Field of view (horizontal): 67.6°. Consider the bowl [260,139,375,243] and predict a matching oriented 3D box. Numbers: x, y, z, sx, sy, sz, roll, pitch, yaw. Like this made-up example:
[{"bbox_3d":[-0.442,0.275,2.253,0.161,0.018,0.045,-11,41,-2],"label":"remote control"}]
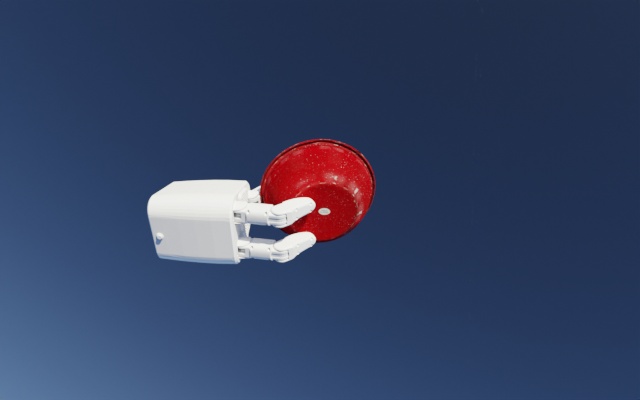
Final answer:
[{"bbox_3d":[0.001,0.002,0.640,0.162,0.162,0.055,0,32,-9],"label":"bowl"}]
